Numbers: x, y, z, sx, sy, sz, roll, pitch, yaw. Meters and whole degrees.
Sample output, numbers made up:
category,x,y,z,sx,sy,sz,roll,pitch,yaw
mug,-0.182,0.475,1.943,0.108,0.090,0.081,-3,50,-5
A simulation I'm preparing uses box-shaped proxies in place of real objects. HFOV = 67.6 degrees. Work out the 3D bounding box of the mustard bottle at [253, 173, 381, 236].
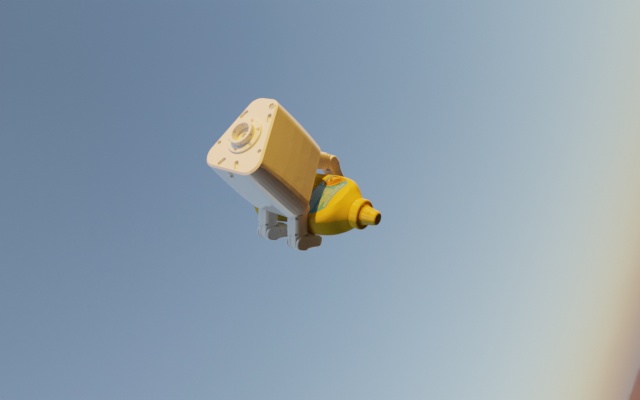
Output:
category,x,y,z,sx,sy,sz,roll,pitch,yaw
mustard bottle,0.000,0.002,0.669,0.191,0.058,0.096,16,47,37
